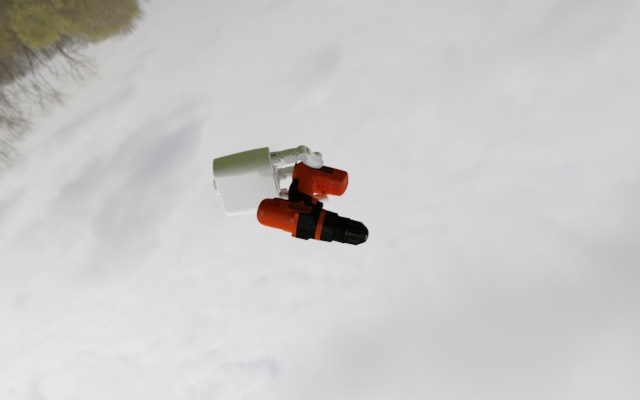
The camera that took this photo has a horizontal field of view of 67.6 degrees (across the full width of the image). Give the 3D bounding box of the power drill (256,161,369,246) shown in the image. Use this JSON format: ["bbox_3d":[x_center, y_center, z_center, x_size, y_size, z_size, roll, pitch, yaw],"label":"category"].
[{"bbox_3d":[0.000,0.002,0.828,0.184,0.057,0.187,14,29,4],"label":"power drill"}]
